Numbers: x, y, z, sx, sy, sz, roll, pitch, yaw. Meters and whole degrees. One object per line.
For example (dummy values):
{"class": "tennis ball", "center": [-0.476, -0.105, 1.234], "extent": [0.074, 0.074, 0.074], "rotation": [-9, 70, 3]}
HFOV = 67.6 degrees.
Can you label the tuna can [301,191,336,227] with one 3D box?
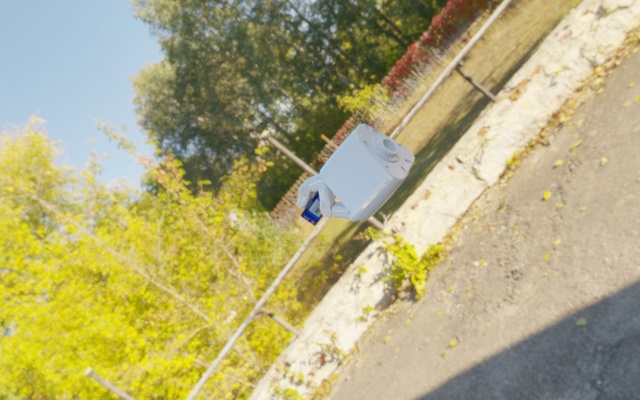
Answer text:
{"class": "tuna can", "center": [0.000, 0.003, 0.865], "extent": [0.034, 0.086, 0.086], "rotation": [34, -2, -2]}
